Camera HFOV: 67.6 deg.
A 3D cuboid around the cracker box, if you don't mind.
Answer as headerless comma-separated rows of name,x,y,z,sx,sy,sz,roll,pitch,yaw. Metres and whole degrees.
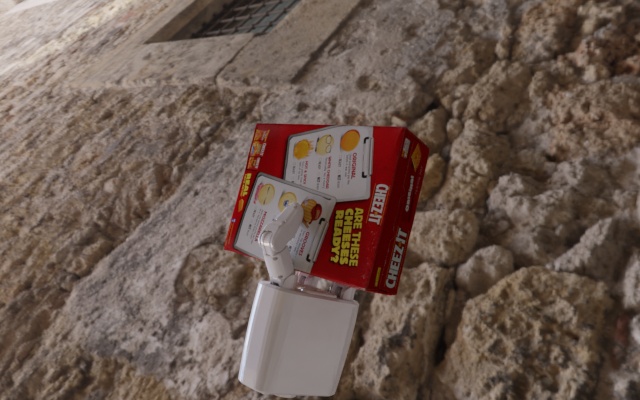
cracker box,0.000,0.002,0.540,0.213,0.164,0.072,9,-8,39
